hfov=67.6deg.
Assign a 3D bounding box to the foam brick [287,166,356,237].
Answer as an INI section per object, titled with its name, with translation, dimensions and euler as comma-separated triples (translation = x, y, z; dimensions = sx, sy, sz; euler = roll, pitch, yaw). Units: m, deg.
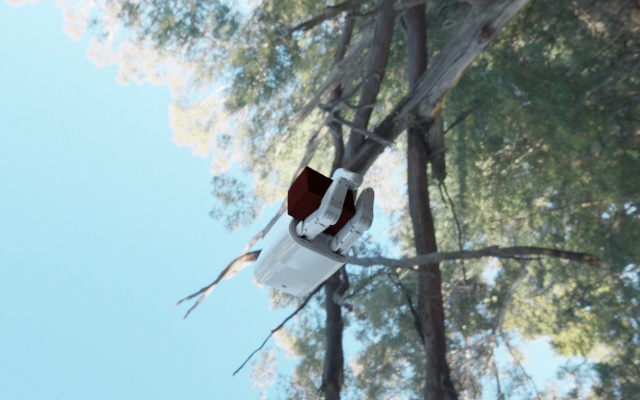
[foam brick]
translation = 0.000, 0.002, 0.636
dimensions = 0.078, 0.053, 0.051
euler = 27, -55, -24
